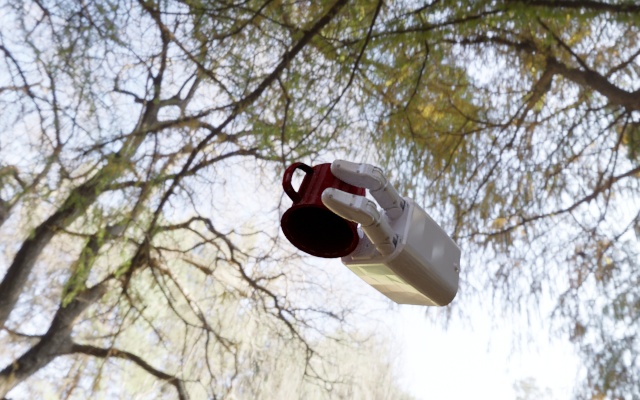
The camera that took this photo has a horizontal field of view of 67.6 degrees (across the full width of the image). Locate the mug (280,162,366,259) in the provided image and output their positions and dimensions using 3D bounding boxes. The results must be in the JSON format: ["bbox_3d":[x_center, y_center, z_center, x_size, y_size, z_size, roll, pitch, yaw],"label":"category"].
[{"bbox_3d":[-0.001,0.001,0.565,0.093,0.081,0.117,-28,-60,39],"label":"mug"}]
